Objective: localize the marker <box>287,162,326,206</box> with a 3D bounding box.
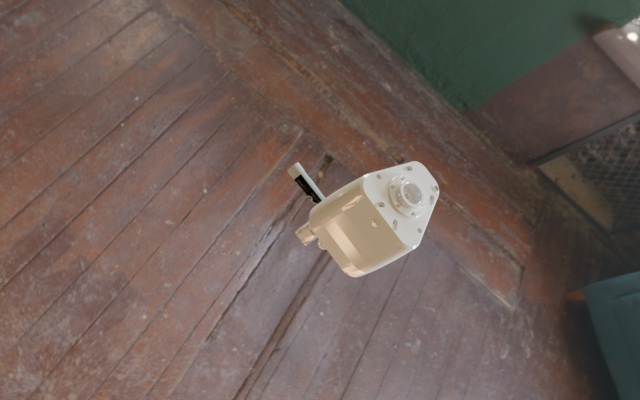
[{"bbox_3d":[0.000,0.002,0.636,0.020,0.121,0.020,-38,1,1],"label":"marker"}]
